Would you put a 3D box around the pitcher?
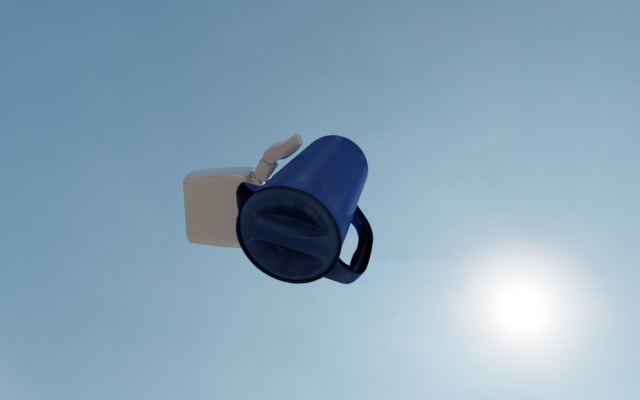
[{"bbox_3d":[0.000,0.002,0.661,0.145,0.149,0.242,-2,25,19],"label":"pitcher"}]
